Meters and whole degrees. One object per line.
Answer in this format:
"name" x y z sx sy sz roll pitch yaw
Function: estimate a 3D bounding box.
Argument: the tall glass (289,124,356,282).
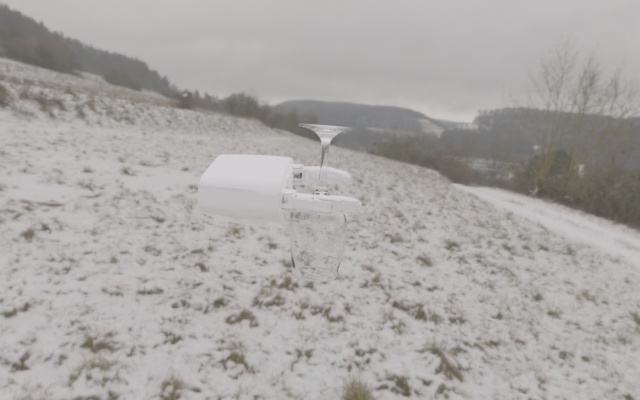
"tall glass" 0.000 0.001 0.632 0.079 0.201 0.079 4 8 -1
